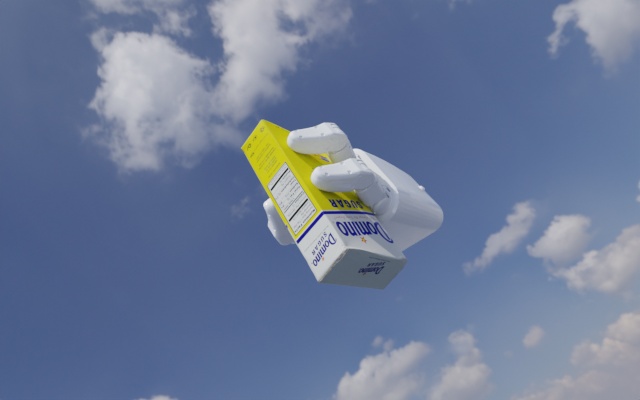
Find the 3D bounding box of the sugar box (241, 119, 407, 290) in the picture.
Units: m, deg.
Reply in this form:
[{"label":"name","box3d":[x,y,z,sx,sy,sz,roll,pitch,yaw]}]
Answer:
[{"label":"sugar box","box3d":[0.000,0.001,0.449,0.093,0.048,0.176,16,29,-47]}]
